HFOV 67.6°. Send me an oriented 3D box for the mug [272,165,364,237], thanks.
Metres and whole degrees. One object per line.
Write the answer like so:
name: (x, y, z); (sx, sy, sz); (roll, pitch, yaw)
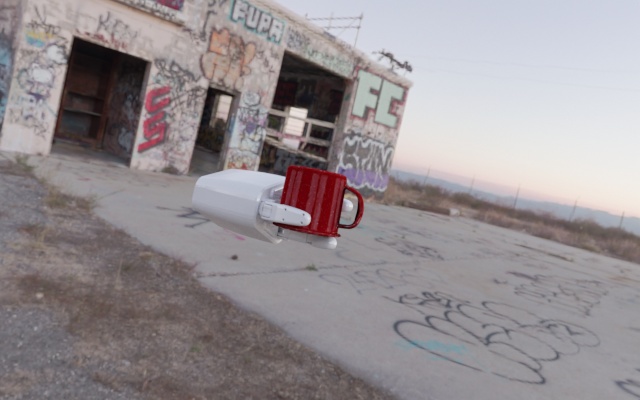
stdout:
mug: (0.001, 0.002, 0.629); (0.117, 0.081, 0.093); (11, 1, 19)
